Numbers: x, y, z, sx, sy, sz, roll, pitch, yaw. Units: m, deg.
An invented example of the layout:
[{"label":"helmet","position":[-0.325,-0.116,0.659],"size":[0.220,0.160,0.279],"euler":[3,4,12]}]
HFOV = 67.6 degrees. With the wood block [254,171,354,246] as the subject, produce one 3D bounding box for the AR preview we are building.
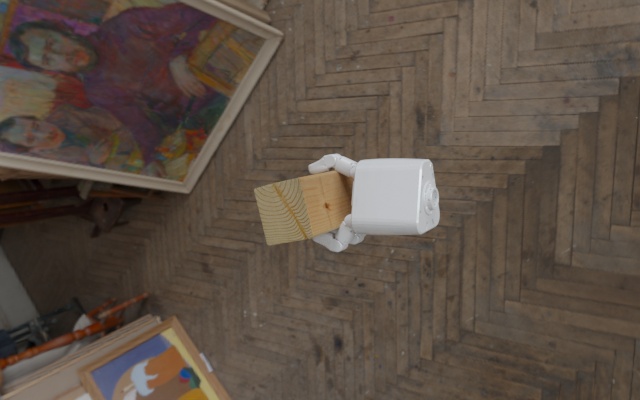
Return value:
[{"label":"wood block","position":[0.000,0.002,0.780],"size":[0.090,0.091,0.206],"euler":[-12,2,34]}]
